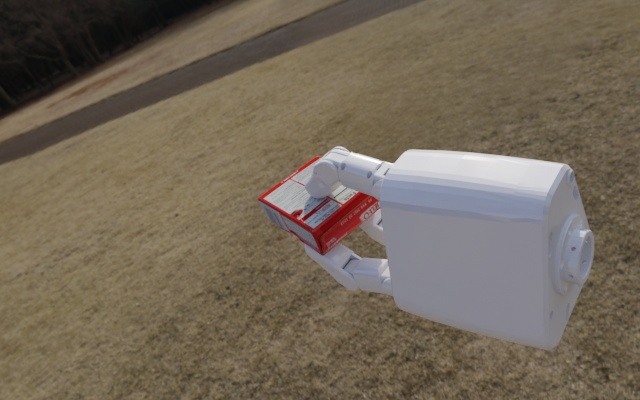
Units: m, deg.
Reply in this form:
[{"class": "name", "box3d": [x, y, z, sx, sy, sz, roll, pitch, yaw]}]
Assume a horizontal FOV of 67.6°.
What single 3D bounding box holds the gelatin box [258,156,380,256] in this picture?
[{"class": "gelatin box", "box3d": [0.000, 0.001, 0.415, 0.073, 0.030, 0.089, -38, 38, -21]}]
